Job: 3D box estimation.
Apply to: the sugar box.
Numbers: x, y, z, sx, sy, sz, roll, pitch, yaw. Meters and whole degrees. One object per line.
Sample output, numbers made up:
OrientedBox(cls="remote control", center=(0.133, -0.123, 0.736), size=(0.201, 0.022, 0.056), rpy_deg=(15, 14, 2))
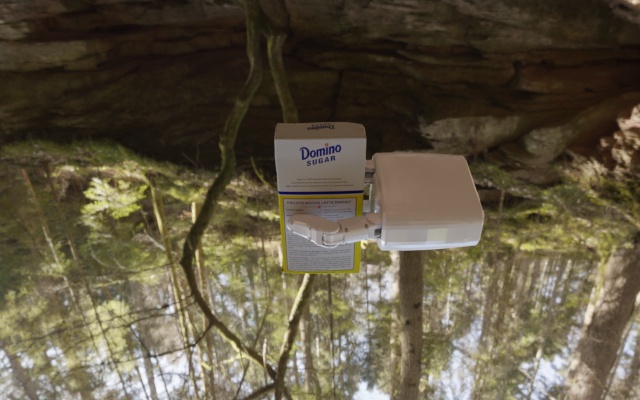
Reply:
OrientedBox(cls="sugar box", center=(0.000, 0.002, 0.529), size=(0.093, 0.176, 0.048), rpy_deg=(0, 30, -1))
